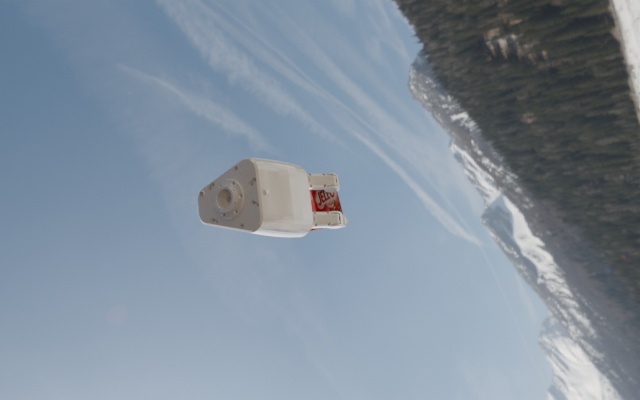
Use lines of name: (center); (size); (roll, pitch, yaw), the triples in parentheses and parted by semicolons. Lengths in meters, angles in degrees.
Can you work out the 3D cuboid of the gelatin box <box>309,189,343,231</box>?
gelatin box: (0.000, 0.002, 0.727); (0.030, 0.073, 0.089); (-13, 2, 26)
